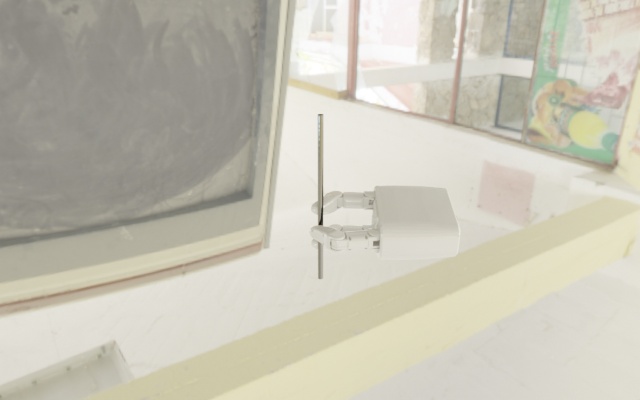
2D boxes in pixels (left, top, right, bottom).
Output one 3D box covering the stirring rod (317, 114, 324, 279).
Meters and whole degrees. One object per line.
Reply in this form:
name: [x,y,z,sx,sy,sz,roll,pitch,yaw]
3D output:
stirring rod: [0.000,0.002,0.651,0.011,0.240,0.011,0,23,0]
